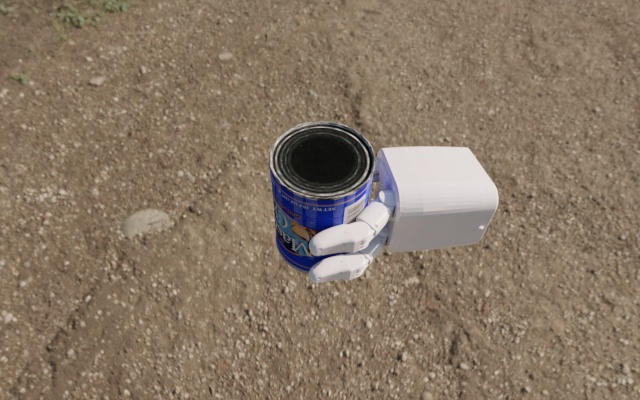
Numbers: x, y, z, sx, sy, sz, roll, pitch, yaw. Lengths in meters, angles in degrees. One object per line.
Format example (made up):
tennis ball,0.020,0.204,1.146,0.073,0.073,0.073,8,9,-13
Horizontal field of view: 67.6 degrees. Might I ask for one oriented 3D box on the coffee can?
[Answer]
coffee can,0.000,0.002,0.511,0.103,0.102,0.140,0,-38,-2
